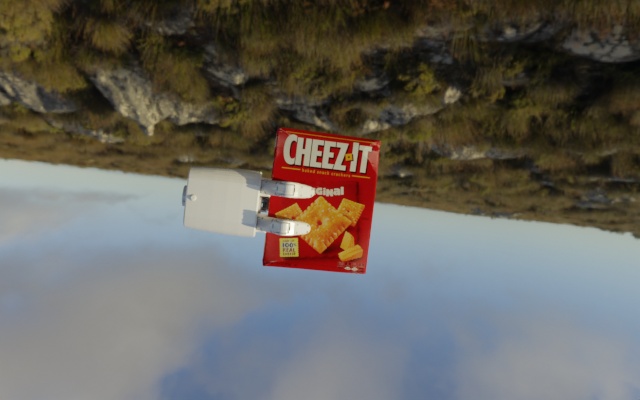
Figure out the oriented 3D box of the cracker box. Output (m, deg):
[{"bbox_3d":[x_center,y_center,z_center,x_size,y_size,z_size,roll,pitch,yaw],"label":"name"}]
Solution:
[{"bbox_3d":[0.000,0.003,0.754,0.164,0.213,0.072,6,1,-8],"label":"cracker box"}]
